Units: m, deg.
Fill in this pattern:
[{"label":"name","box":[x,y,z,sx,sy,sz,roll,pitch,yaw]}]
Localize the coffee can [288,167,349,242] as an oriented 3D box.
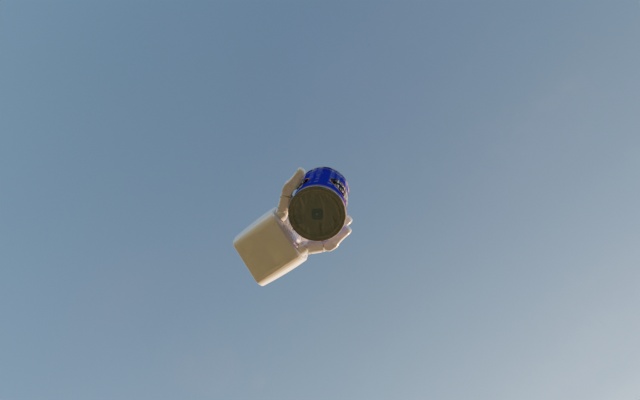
[{"label":"coffee can","box":[0.000,0.003,0.894,0.103,0.103,0.140,0,18,6]}]
